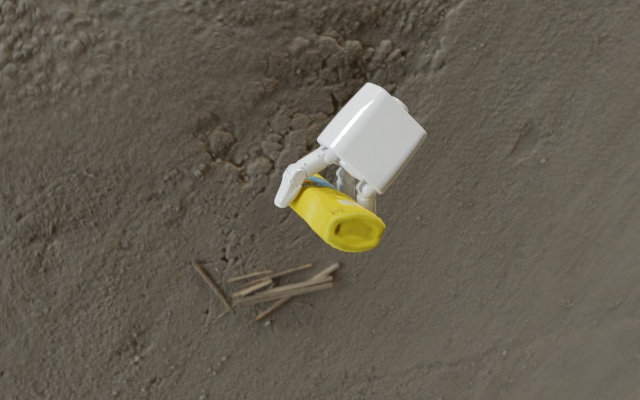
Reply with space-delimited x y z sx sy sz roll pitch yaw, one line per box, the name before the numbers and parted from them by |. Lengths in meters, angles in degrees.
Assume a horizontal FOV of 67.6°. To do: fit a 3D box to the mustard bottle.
mustard bottle | 0.000 0.003 0.669 0.096 0.058 0.191 9 19 -35
